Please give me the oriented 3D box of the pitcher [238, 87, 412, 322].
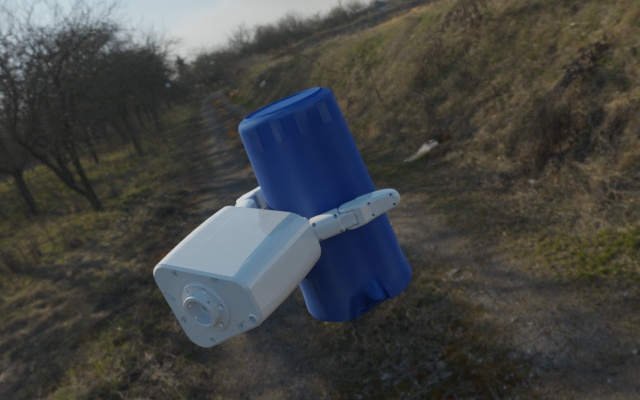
[{"bbox_3d":[0.000,0.002,0.550,0.149,0.243,0.145,-11,21,33],"label":"pitcher"}]
